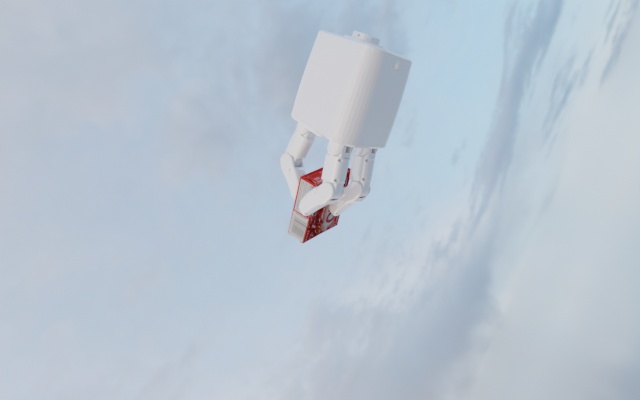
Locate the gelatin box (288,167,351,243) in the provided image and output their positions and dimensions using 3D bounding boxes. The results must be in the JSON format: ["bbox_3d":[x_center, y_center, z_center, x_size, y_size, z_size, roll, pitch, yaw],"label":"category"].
[{"bbox_3d":[0.000,0.002,0.605,0.030,0.089,0.073,32,35,27],"label":"gelatin box"}]
